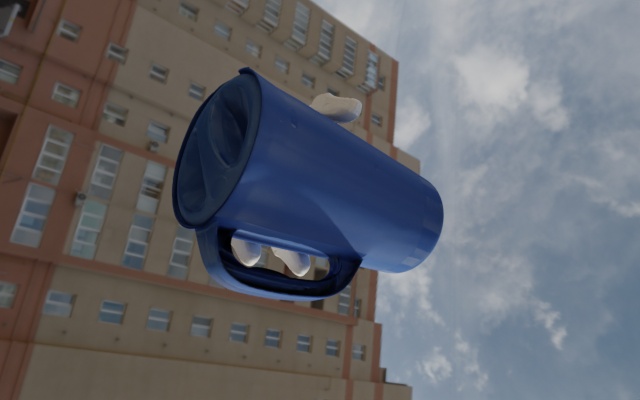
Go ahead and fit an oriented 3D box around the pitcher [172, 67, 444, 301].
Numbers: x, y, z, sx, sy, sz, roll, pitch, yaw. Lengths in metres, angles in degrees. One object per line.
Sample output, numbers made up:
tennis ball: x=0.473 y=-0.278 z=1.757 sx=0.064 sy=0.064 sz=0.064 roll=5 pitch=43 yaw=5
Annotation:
pitcher: x=0.000 y=0.001 z=0.435 sx=0.243 sy=0.149 sz=0.145 roll=22 pitch=14 yaw=-36
